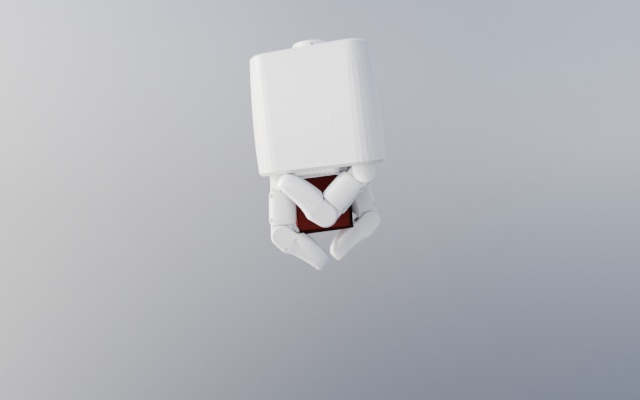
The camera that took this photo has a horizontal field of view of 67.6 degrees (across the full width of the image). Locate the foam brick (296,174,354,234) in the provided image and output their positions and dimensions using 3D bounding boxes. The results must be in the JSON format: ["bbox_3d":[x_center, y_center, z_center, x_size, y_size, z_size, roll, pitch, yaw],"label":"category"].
[{"bbox_3d":[0.000,0.002,0.473,0.053,0.051,0.078,-7,3,-5],"label":"foam brick"}]
